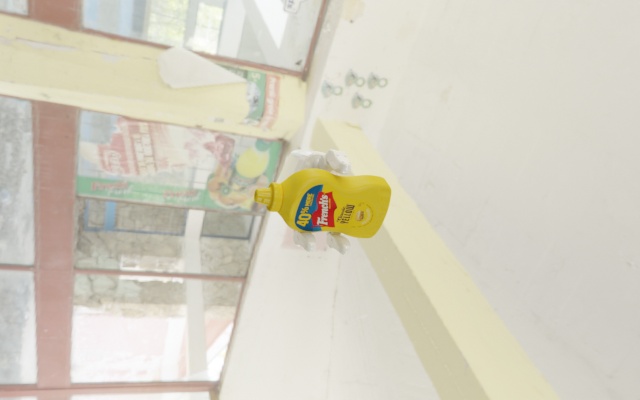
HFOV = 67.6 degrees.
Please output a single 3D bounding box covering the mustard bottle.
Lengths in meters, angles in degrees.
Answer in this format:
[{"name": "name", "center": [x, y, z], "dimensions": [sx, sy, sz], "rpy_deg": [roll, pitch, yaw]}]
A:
[{"name": "mustard bottle", "center": [0.000, 0.002, 0.684], "dimensions": [0.191, 0.096, 0.058], "rpy_deg": [7, 33, -21]}]
